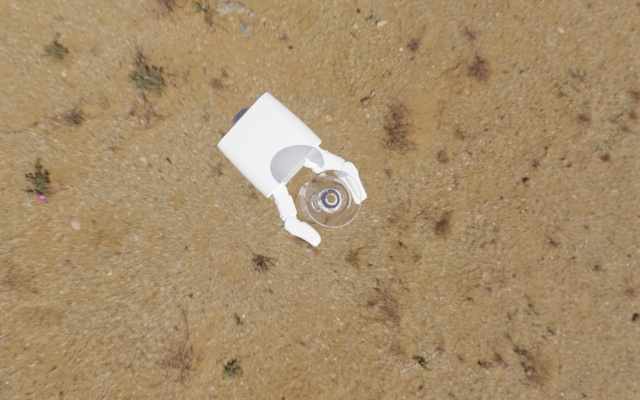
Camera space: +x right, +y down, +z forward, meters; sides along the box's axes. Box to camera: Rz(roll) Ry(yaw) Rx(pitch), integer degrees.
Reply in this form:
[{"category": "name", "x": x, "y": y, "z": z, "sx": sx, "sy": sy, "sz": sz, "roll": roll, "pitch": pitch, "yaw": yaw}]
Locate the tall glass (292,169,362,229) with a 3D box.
[{"category": "tall glass", "x": 0.000, "y": 0.002, "z": 0.702, "sx": 0.079, "sy": 0.079, "sz": 0.201, "roll": 0, "pitch": -3, "yaw": -9}]
